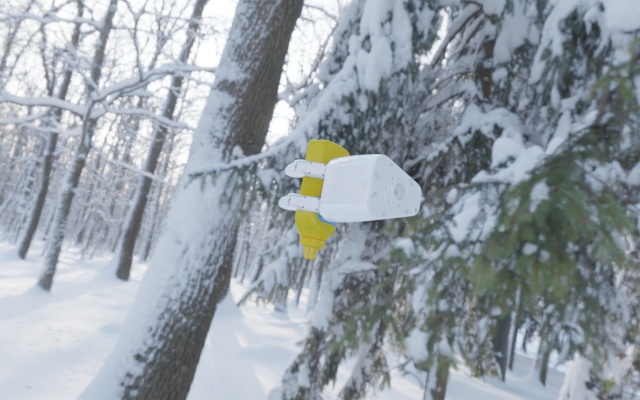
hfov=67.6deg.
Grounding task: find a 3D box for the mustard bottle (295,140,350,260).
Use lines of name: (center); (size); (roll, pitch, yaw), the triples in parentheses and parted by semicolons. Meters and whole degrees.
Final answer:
mustard bottle: (0.000, 0.002, 0.795); (0.058, 0.191, 0.096); (5, -11, 29)
